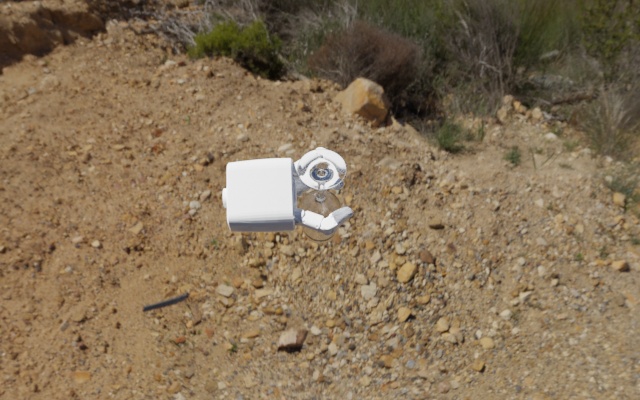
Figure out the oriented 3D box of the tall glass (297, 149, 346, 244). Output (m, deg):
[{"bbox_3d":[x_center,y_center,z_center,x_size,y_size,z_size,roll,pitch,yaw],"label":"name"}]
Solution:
[{"bbox_3d":[0.000,0.002,0.800,0.079,0.079,0.201,0,-30,-1],"label":"tall glass"}]
